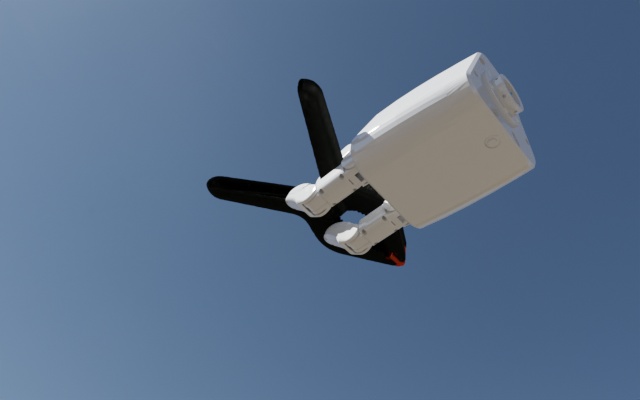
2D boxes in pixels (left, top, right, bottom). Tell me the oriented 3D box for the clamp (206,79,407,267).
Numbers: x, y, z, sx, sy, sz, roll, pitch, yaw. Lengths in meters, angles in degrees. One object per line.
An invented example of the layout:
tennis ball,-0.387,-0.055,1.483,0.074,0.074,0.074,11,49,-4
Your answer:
clamp,0.001,0.001,0.473,0.164,0.210,0.036,-32,26,33
